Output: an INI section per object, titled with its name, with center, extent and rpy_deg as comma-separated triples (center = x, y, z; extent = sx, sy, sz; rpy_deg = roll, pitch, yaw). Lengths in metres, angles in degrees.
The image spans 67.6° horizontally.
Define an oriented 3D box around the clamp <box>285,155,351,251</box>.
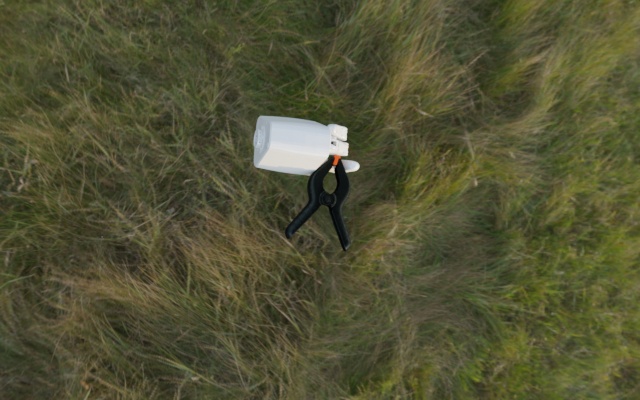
[clamp]
center = 0.000, 0.003, 0.854
extent = 0.120, 0.171, 0.039
rpy_deg = 5, -6, -19
